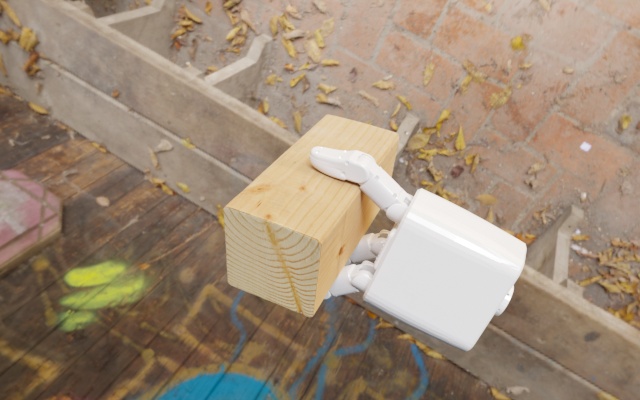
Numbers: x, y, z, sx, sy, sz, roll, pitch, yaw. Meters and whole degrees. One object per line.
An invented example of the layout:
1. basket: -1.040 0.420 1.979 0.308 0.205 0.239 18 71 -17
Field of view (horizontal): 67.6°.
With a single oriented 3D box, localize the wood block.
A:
1. wood block: 0.000 0.002 0.477 0.090 0.091 0.206 18 37 17
